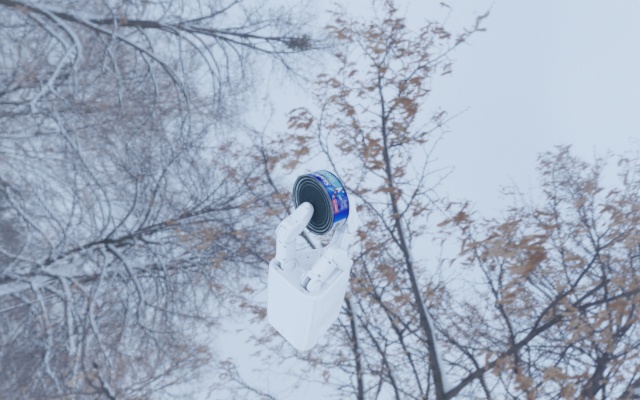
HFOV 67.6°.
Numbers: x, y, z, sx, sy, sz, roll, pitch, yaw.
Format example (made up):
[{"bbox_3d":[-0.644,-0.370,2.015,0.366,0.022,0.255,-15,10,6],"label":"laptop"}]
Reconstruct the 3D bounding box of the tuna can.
[{"bbox_3d":[0.001,0.002,0.653,0.033,0.086,0.086,-21,12,-35],"label":"tuna can"}]
